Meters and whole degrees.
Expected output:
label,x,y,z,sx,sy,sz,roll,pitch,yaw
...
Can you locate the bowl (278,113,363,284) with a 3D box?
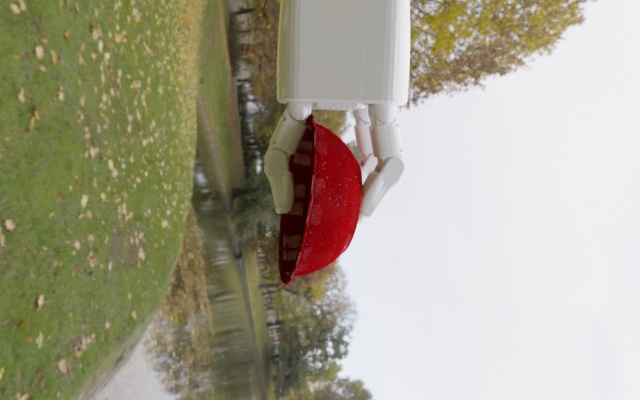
label,x,y,z,sx,sy,sz,roll,pitch,yaw
bowl,0.000,0.003,0.457,0.055,0.162,0.162,9,-2,-12
